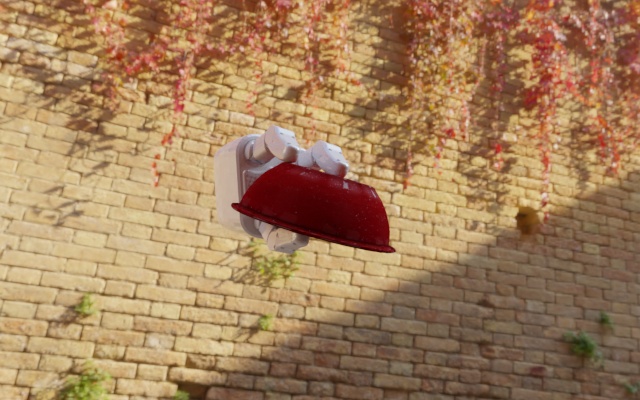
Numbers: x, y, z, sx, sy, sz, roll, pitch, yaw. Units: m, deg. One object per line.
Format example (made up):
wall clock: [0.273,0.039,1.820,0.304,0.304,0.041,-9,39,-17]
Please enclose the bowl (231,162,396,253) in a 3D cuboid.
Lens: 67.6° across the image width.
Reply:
bowl: [0.001,0.001,0.455,0.162,0.055,0.162,16,2,-1]
